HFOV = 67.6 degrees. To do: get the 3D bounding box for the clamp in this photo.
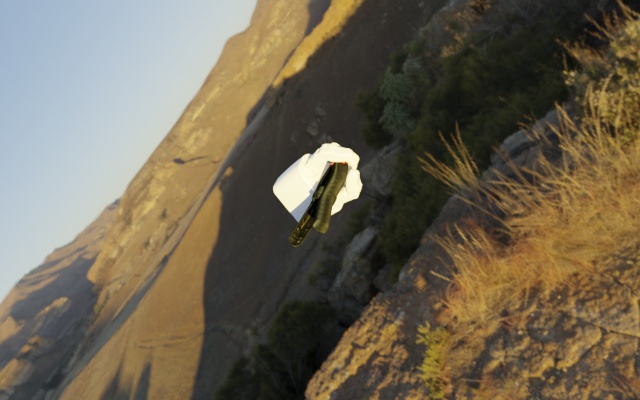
[{"bbox_3d":[0.000,0.002,0.810,0.039,0.171,0.120,38,-37,-17],"label":"clamp"}]
